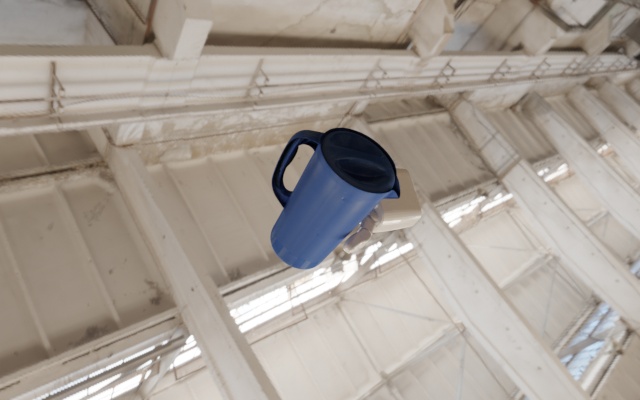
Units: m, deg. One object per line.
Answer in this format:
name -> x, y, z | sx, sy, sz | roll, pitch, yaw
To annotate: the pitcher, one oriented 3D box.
pitcher -> 0.000, 0.003, 0.784 | 0.145, 0.149, 0.243 | -5, -35, -38
